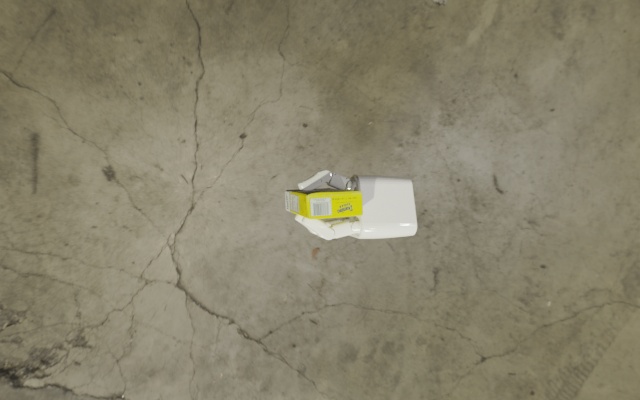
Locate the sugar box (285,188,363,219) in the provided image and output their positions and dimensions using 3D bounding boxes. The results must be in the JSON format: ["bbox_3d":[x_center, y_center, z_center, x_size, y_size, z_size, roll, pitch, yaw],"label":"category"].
[{"bbox_3d":[0.000,0.003,0.832,0.093,0.048,0.176,-3,2,-15],"label":"sugar box"}]
